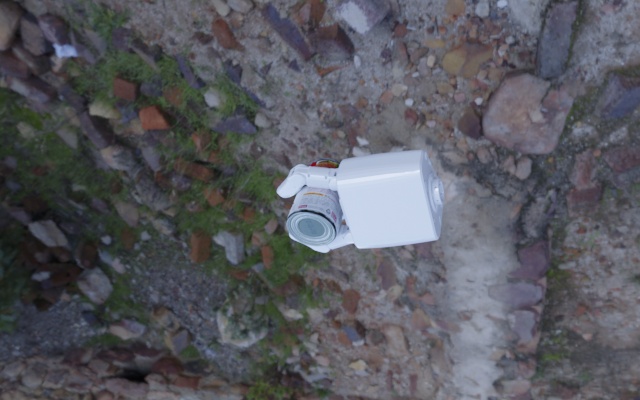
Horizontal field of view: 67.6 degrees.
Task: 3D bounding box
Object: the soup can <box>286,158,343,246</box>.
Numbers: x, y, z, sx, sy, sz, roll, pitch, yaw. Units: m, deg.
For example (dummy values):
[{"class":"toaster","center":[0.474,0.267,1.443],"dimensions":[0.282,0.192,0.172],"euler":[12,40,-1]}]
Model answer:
[{"class":"soup can","center":[0.000,0.002,0.636],"dimensions":[0.068,0.102,0.069],"euler":[10,-43,10]}]
